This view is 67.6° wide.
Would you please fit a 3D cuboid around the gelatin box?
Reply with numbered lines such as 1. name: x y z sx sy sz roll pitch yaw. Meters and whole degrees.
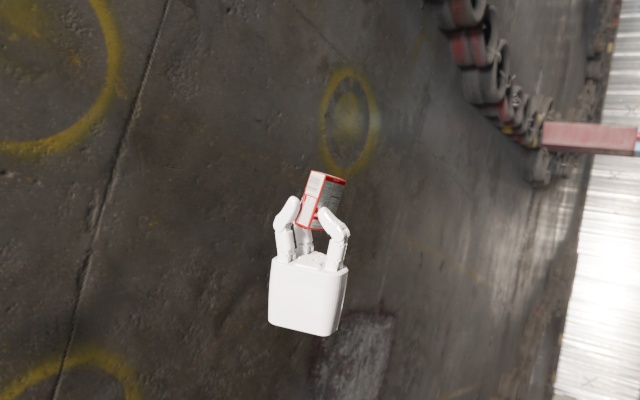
1. gelatin box: 0.001 0.002 0.750 0.030 0.089 0.073 21 5 29
